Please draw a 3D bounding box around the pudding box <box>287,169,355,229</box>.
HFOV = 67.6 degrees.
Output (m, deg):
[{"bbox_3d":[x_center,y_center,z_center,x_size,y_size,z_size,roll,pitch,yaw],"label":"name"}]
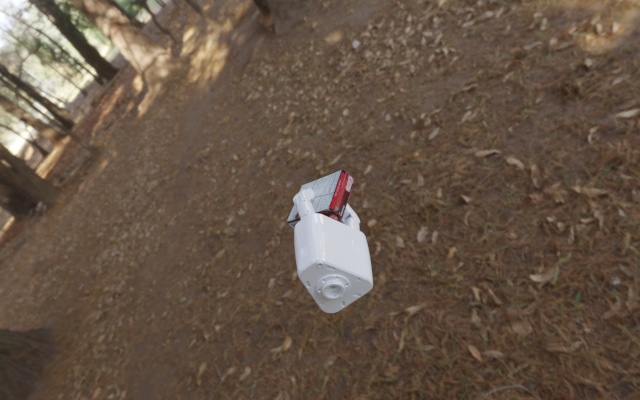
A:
[{"bbox_3d":[0.000,0.003,0.827,0.113,0.090,0.039,-18,-50,43],"label":"pudding box"}]
